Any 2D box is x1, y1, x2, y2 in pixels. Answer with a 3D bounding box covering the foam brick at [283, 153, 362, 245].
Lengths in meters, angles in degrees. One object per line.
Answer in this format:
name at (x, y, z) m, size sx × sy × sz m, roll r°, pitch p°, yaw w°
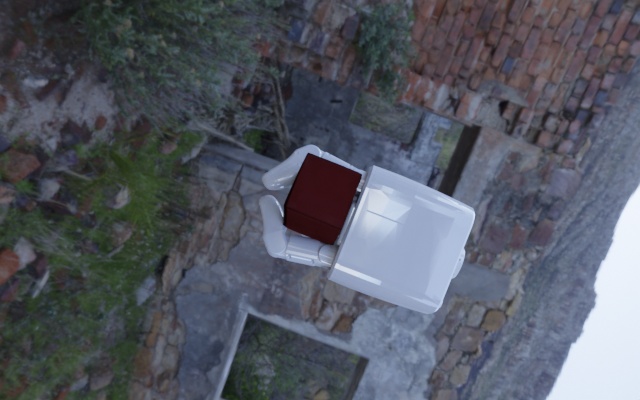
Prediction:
foam brick at (0.000, 0.001, 0.423) m, size 0.051 × 0.053 × 0.078 m, roll 22°, pitch -16°, yaw 2°
